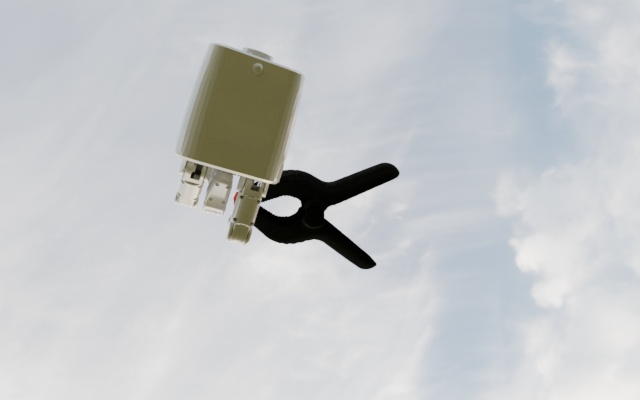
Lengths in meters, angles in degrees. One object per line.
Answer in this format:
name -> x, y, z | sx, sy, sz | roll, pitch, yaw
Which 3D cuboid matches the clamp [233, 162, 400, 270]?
clamp -> 0.000, 0.002, 0.496 | 0.171, 0.120, 0.039 | 15, 9, -20
